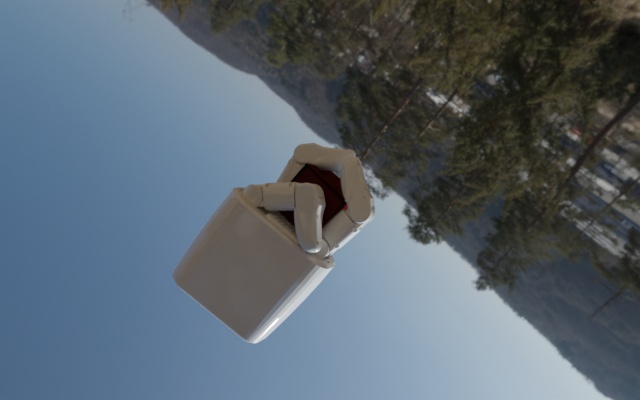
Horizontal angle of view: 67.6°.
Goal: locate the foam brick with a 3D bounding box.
[{"bbox_3d":[0.000,0.002,0.469,0.053,0.051,0.078,43,12,15],"label":"foam brick"}]
